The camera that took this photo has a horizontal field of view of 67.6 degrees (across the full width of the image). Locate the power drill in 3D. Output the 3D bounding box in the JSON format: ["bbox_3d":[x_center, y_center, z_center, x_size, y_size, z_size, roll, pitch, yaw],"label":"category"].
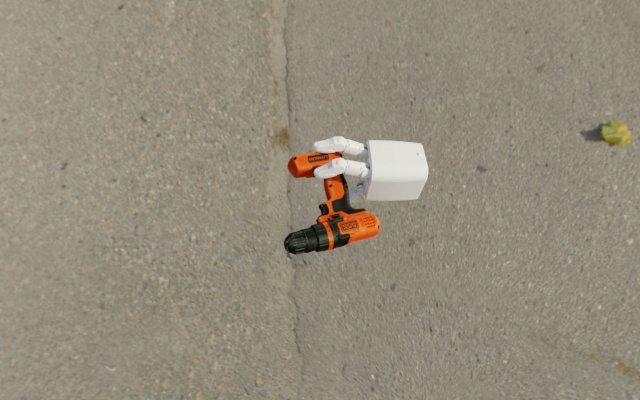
[{"bbox_3d":[0.000,0.002,0.889,0.184,0.187,0.057,-11,-21,-22],"label":"power drill"}]
